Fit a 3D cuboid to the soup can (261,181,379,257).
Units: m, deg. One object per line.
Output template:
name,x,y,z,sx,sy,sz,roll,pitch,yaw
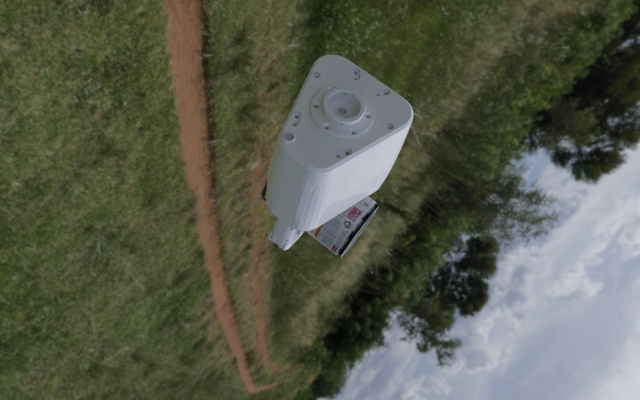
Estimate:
soup can,0.000,0.002,0.490,0.102,0.068,0.068,37,6,9
